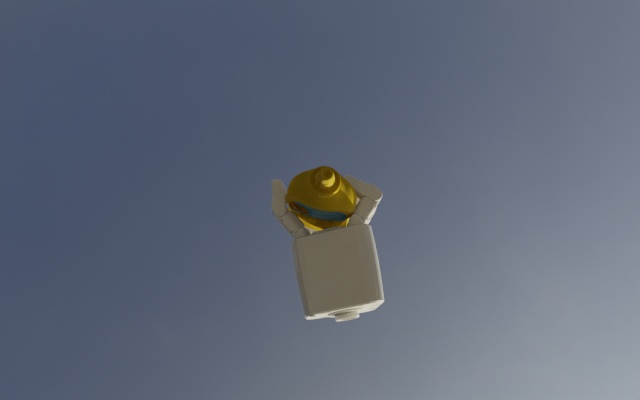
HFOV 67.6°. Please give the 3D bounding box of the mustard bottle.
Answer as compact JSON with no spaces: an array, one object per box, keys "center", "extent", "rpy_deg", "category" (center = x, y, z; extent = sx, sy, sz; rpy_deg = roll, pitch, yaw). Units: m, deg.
[{"center":[0.000,0.002,0.669],"extent":[0.096,0.058,0.192],"rpy_deg":[15,-21,2],"category":"mustard bottle"}]
